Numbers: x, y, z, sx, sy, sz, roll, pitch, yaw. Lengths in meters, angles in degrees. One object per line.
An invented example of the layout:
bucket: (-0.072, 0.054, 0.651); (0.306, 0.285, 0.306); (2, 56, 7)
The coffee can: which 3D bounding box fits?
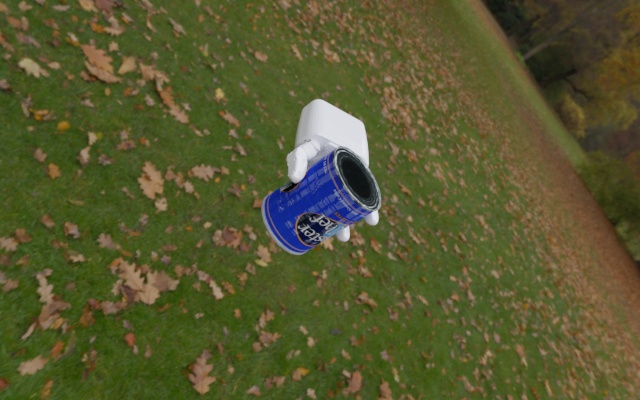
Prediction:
coffee can: (0.000, 0.002, 0.681); (0.140, 0.102, 0.103); (-32, -17, 28)
